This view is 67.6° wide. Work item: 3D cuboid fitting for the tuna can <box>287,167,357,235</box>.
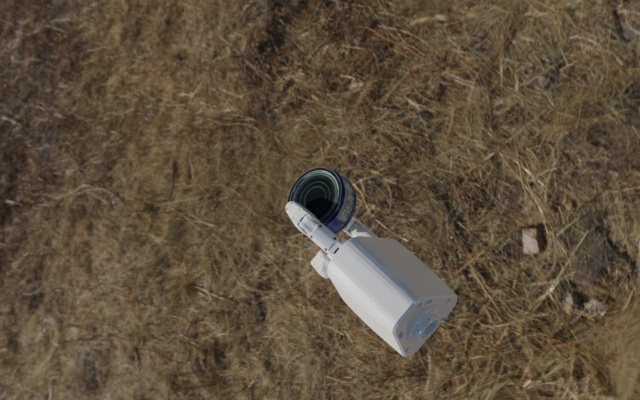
[{"bbox_3d":[0.000,0.002,0.600,0.086,0.086,0.034,0,-20,36],"label":"tuna can"}]
